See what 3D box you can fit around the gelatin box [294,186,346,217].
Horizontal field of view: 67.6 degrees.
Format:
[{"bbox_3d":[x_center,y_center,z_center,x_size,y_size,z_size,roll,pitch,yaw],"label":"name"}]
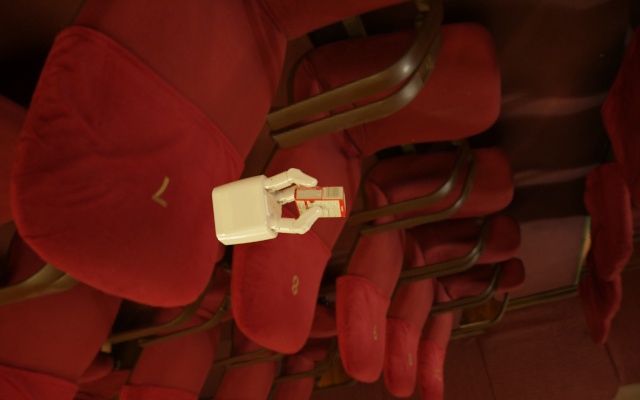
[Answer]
[{"bbox_3d":[0.000,0.003,0.876,0.089,0.030,0.073,-1,-27,6],"label":"gelatin box"}]
